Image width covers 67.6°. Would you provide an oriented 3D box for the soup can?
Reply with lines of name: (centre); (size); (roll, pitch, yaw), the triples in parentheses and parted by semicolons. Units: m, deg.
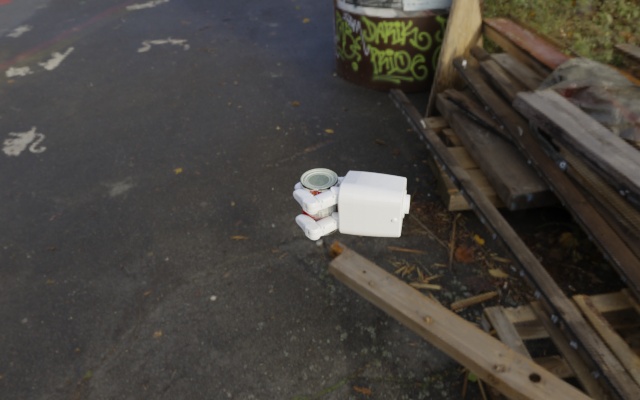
soup can: (0.000, 0.002, 0.851); (0.068, 0.102, 0.068); (-2, 36, 2)
